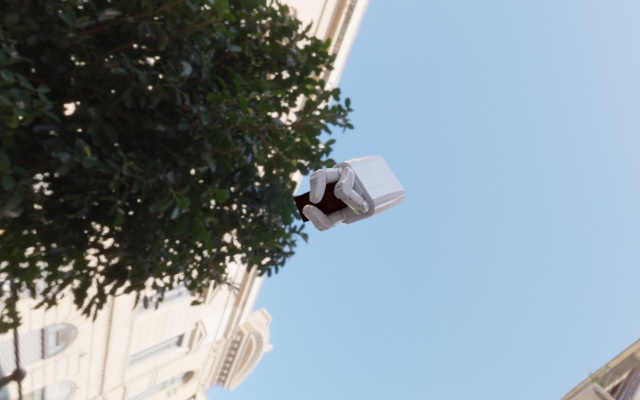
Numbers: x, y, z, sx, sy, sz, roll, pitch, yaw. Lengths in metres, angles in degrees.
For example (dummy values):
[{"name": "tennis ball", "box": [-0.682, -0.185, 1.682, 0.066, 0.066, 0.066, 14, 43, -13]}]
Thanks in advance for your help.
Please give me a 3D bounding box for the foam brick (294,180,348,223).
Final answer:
[{"name": "foam brick", "box": [0.000, 0.003, 0.873, 0.051, 0.053, 0.078, -19, -2, -43]}]
